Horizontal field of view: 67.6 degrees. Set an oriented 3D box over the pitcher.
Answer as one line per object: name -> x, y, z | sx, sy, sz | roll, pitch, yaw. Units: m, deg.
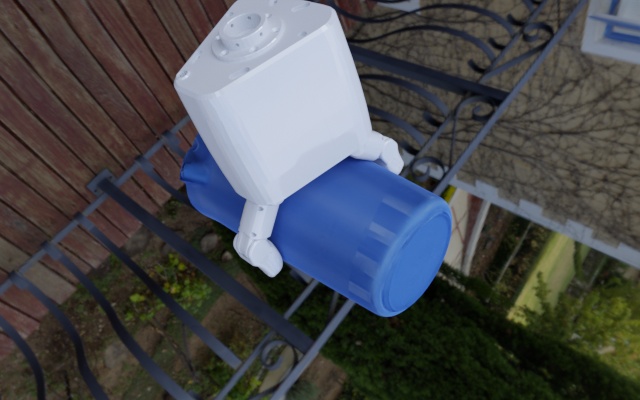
pitcher -> 0.000, 0.001, 0.457 | 0.242, 0.149, 0.145 | 28, -24, 34
